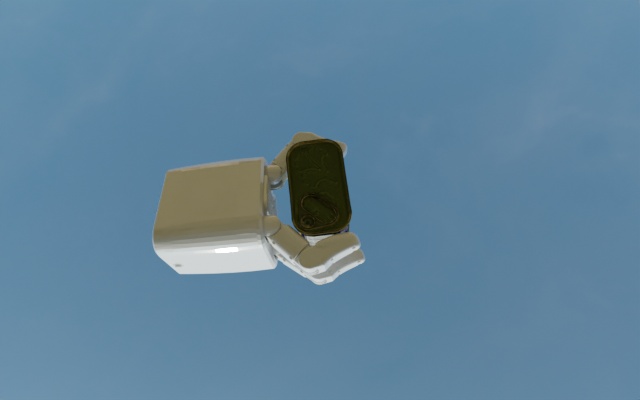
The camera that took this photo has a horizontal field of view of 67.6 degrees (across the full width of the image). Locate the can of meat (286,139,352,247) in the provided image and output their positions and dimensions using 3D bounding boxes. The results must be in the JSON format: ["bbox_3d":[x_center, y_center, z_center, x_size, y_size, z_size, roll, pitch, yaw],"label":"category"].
[{"bbox_3d":[0.000,0.002,0.498,0.057,0.102,0.084,-8,-25,0],"label":"can of meat"}]
